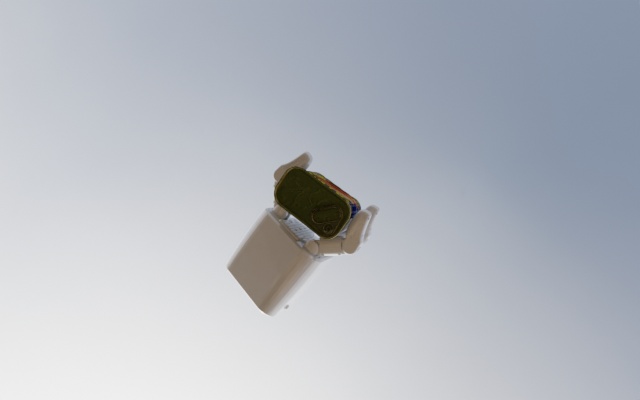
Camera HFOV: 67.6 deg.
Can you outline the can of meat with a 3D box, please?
[{"bbox_3d":[0.000,0.002,0.634,0.102,0.057,0.084,37,10,13],"label":"can of meat"}]
